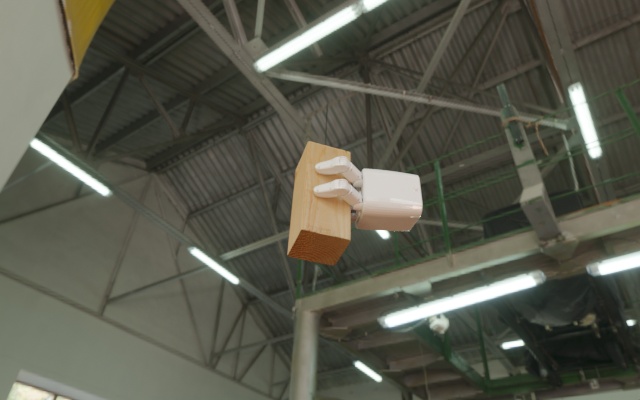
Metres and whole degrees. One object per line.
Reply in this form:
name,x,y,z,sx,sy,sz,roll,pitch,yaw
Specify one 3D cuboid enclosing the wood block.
wood block,0.000,0.003,0.879,0.090,0.206,0.091,13,-41,-12
